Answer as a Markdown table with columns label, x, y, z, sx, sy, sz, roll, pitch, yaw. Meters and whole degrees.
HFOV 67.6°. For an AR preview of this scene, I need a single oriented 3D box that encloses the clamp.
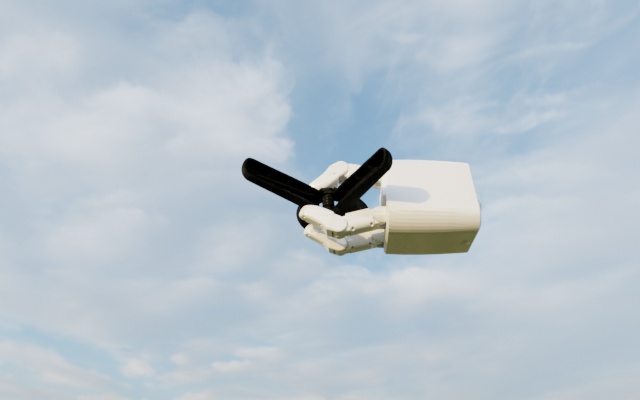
| label | x | y | z | sx | sy | sz | roll | pitch | yaw |
| --- | --- | --- | --- | --- | --- | --- | --- | --- | --- |
| clamp | 0.000 | 0.001 | 0.589 | 0.164 | 0.036 | 0.210 | 1 | -29 | 5 |
